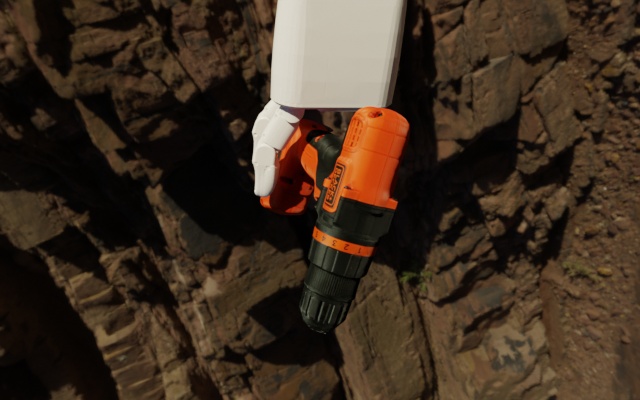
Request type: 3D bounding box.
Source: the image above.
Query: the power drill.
[{"bbox_3d":[0.000,0.001,0.438,0.057,0.184,0.187,15,8,-26],"label":"power drill"}]
